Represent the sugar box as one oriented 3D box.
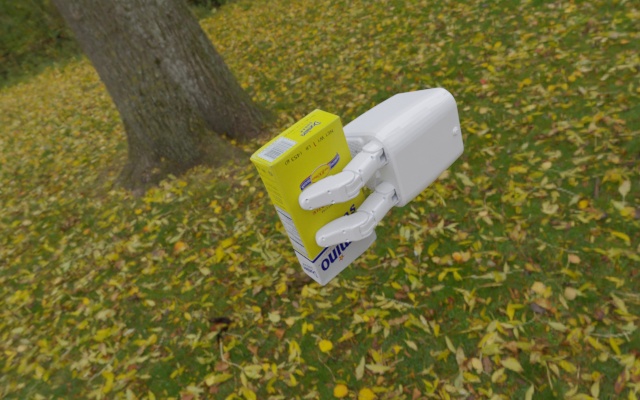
[{"bbox_3d":[0.000,0.002,0.520,0.093,0.176,0.048,-38,38,-20],"label":"sugar box"}]
